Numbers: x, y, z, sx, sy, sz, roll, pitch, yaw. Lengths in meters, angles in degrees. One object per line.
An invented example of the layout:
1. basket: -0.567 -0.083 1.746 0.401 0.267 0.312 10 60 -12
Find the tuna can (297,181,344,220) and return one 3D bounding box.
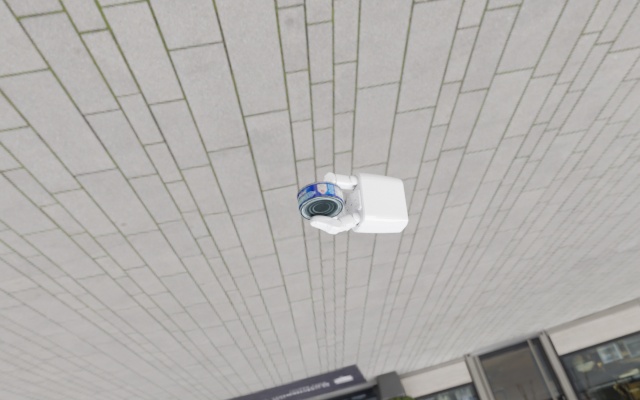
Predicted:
1. tuna can: 0.000 0.003 0.882 0.086 0.033 0.086 -6 -33 -4
